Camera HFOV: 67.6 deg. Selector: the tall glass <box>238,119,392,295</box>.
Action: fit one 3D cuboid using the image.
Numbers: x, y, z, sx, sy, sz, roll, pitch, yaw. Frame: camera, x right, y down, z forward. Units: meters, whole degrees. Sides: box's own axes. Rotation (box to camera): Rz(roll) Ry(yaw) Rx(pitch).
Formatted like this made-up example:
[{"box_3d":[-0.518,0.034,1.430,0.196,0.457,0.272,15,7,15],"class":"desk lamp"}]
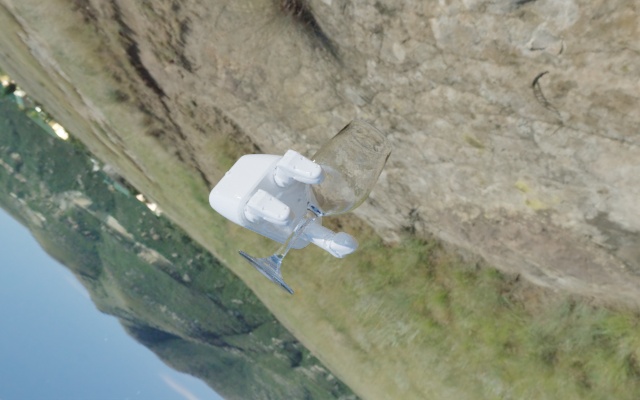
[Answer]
[{"box_3d":[0.000,0.002,0.535,0.079,0.201,0.079,35,-15,11],"class":"tall glass"}]
